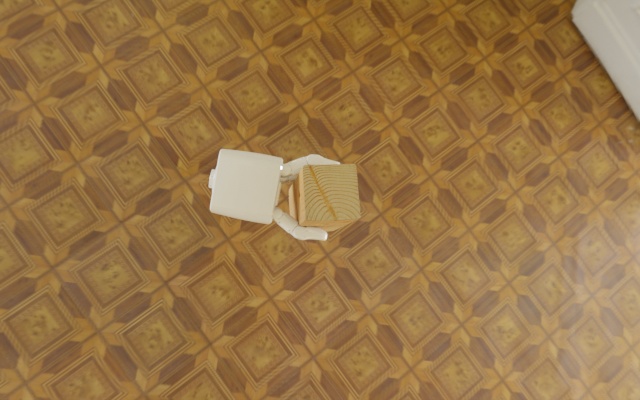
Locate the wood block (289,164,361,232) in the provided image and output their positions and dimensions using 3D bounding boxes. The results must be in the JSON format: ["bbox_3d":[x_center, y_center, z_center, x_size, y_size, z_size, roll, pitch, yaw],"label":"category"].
[{"bbox_3d":[0.000,0.003,0.850,0.090,0.091,0.206,-2,-8,-10],"label":"wood block"}]
